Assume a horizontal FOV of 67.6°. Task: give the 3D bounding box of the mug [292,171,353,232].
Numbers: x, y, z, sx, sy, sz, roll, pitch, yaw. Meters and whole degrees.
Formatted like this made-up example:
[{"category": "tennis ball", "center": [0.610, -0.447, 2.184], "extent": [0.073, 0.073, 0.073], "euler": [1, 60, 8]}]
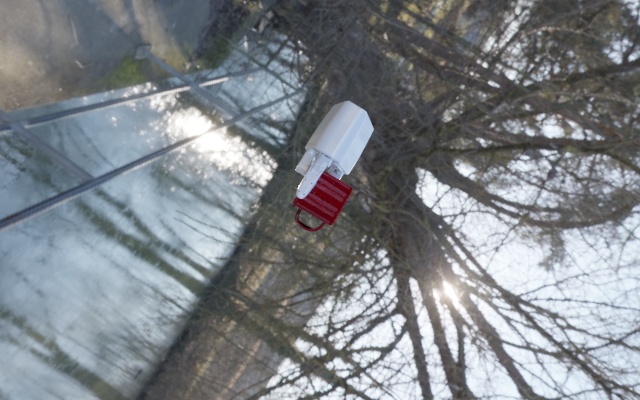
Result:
[{"category": "mug", "center": [0.000, 0.004, 0.876], "extent": [0.081, 0.117, 0.093], "euler": [31, -2, 2]}]
